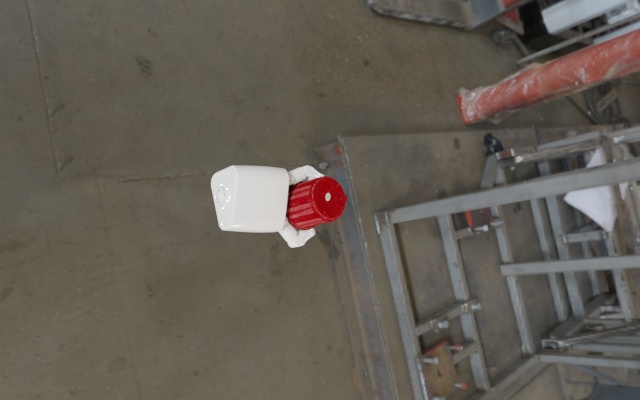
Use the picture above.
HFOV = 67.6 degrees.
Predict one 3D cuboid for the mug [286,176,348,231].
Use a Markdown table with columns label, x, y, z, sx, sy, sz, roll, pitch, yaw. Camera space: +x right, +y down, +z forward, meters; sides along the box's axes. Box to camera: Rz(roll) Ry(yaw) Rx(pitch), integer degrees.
| label | x | y | z | sx | sy | sz | roll | pitch | yaw |
| --- | --- | --- | --- | --- | --- | --- | --- | --- | --- |
| mug | 0.001 | 0.003 | 0.871 | 0.117 | 0.093 | 0.081 | 0 | -10 | -39 |
